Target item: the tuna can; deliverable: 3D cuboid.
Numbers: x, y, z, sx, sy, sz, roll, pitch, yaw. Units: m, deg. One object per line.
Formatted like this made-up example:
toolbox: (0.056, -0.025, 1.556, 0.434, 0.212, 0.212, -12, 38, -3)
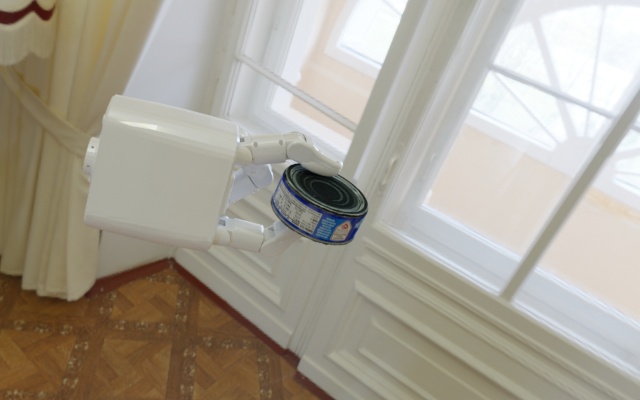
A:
tuna can: (0.000, 0.001, 0.437, 0.086, 0.034, 0.086, 21, 26, -11)
